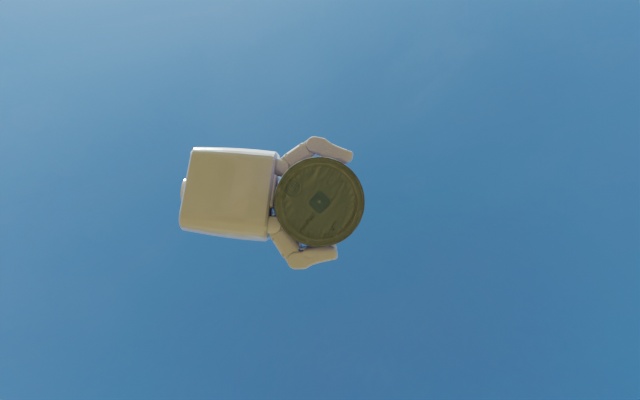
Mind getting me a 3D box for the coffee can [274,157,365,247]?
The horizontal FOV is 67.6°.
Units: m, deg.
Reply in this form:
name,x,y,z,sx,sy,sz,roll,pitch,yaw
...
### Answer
name,x,y,z,sx,sy,sz,roll,pitch,yaw
coffee can,0.000,0.002,0.607,0.103,0.103,0.140,0,0,1
